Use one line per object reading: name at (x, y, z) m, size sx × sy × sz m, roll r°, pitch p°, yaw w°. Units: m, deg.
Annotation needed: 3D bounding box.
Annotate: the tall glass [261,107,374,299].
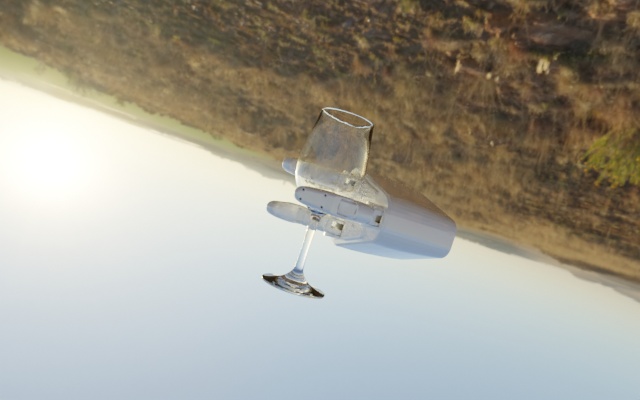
tall glass at (0.000, 0.002, 0.533) m, size 0.079 × 0.201 × 0.079 m, roll 18°, pitch 1°, yaw 0°
